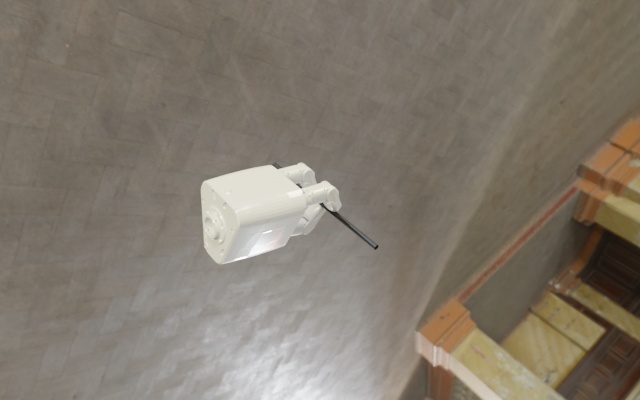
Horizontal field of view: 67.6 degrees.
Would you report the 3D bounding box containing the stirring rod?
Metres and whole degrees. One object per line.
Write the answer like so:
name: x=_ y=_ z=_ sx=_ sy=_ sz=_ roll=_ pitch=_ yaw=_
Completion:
stirring rod: x=0.000 y=0.002 z=0.726 sx=0.011 sy=0.011 sz=0.239 roll=0 pitch=31 yaw=-49
